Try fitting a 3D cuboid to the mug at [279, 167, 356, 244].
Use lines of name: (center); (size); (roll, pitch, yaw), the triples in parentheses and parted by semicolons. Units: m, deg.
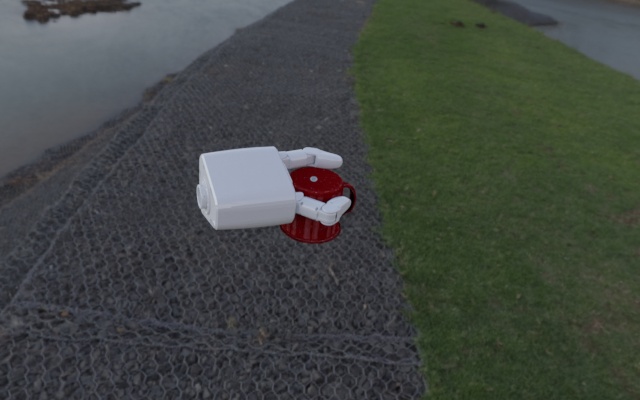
mug: (0.001, 0.002, 0.698); (0.117, 0.081, 0.093); (-7, 33, -22)
